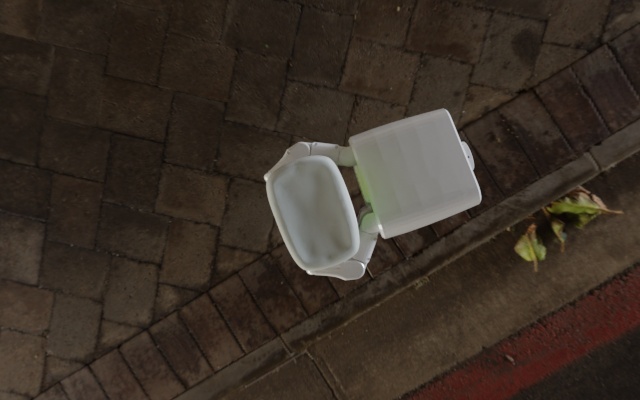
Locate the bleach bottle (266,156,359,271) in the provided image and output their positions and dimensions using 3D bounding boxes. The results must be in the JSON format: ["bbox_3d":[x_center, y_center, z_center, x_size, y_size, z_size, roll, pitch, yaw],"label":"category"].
[{"bbox_3d":[0.000,0.002,0.533,0.068,0.102,0.251,-19,5,4],"label":"bleach bottle"}]
